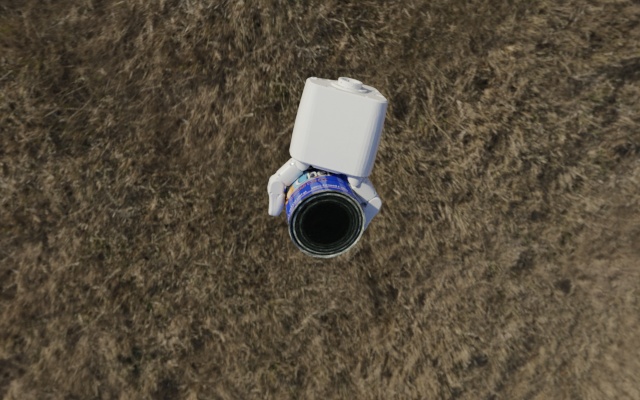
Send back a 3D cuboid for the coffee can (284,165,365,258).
[{"bbox_3d":[0.000,0.002,0.687,0.103,0.103,0.140,0,26,-8],"label":"coffee can"}]
